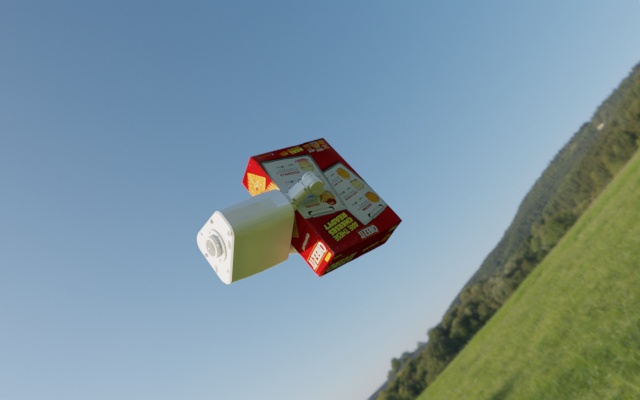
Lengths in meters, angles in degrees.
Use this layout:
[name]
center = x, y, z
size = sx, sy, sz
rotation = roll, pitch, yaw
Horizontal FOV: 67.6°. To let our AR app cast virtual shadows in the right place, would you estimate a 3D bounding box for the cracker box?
[cracker box]
center = 0.000, 0.002, 0.781
size = 0.164, 0.213, 0.072
rotation = -21, -30, -40
